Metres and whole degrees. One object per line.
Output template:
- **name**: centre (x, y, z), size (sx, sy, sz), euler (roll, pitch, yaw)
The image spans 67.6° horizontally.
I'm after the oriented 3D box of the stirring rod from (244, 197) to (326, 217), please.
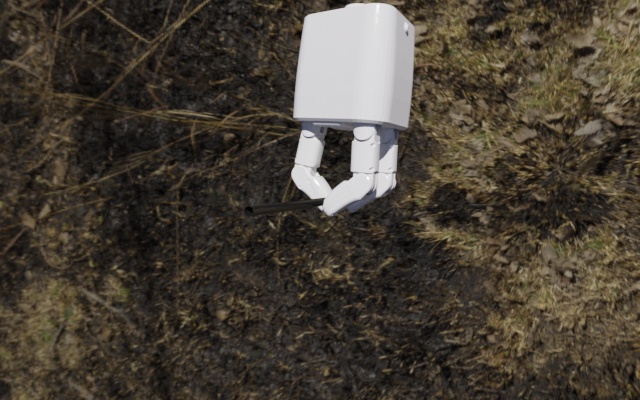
- **stirring rod**: centre (0.000, 0.001, 0.465), size (0.011, 0.011, 0.239), euler (0, 3, 27)
